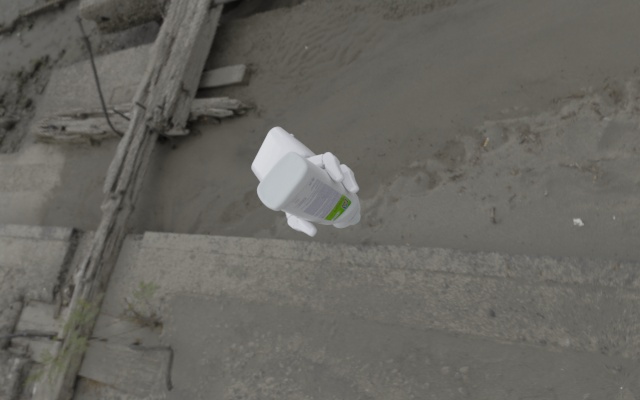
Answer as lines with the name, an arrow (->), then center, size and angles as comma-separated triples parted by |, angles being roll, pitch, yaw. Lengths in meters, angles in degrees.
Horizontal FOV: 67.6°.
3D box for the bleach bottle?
bleach bottle -> 0.000, 0.003, 0.869 | 0.068, 0.102, 0.251 | 45, 8, 36
